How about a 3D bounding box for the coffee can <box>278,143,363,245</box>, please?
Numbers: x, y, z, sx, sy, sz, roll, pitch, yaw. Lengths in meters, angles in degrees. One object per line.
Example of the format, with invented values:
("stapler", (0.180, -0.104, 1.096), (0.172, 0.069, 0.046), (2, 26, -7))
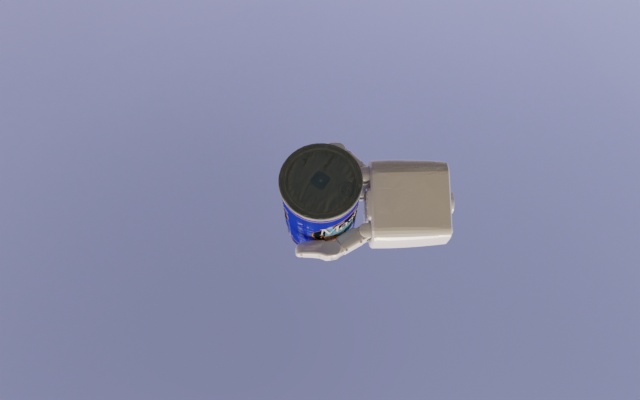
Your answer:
("coffee can", (0.000, 0.002, 0.639), (0.103, 0.102, 0.140), (0, -23, 0))
